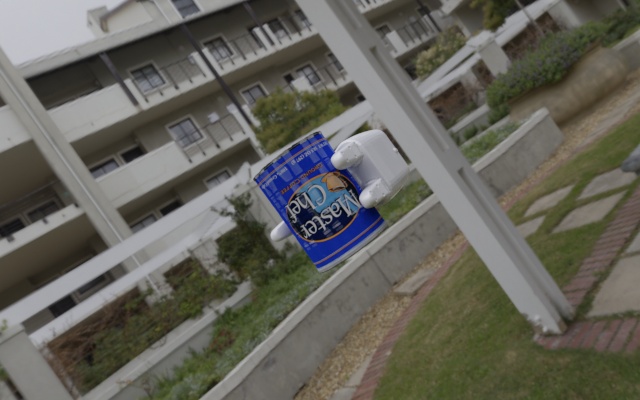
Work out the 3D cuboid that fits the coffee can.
[{"bbox_3d":[0.000,0.002,0.582,0.103,0.140,0.103,-36,0,0],"label":"coffee can"}]
